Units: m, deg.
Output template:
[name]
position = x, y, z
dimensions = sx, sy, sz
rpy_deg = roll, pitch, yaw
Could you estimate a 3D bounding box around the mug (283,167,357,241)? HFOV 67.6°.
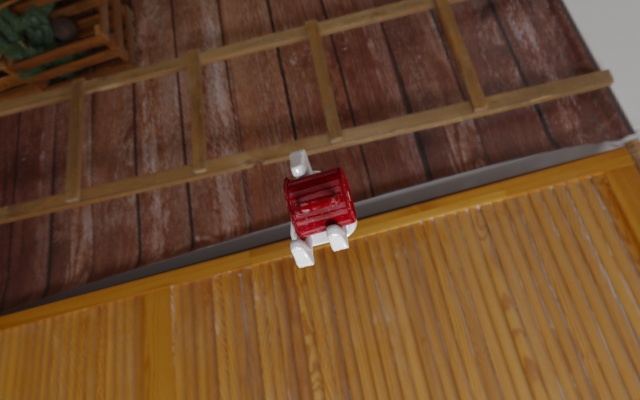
[mug]
position = 0.000, 0.002, 0.653
dimensions = 0.081, 0.093, 0.117
rpy_deg = -16, -2, 8
